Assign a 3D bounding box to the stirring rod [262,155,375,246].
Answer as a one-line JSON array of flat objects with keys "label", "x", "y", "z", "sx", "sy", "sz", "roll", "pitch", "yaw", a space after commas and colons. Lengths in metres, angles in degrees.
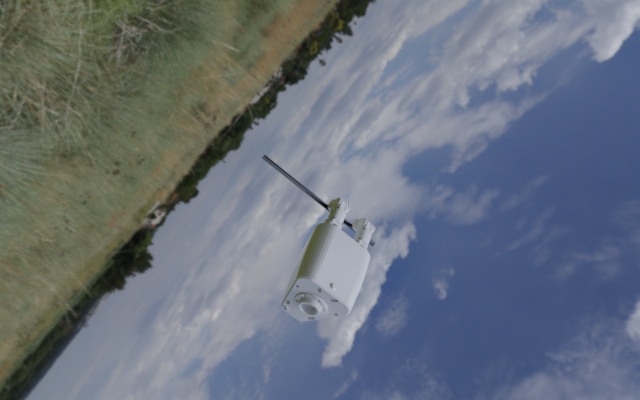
[{"label": "stirring rod", "x": 0.000, "y": 0.003, "z": 0.791, "sx": 0.239, "sy": 0.011, "sz": 0.011, "roll": 39, "pitch": -11, "yaw": -14}]
